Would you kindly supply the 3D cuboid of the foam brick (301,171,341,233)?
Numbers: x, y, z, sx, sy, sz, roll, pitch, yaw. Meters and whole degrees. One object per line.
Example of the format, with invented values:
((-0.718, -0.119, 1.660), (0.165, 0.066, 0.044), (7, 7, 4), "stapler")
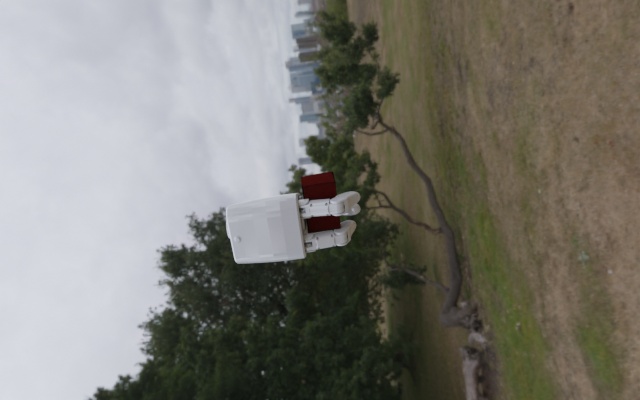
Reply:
((0.000, 0.002, 0.727), (0.051, 0.078, 0.053), (-7, 19, 0), "foam brick")
